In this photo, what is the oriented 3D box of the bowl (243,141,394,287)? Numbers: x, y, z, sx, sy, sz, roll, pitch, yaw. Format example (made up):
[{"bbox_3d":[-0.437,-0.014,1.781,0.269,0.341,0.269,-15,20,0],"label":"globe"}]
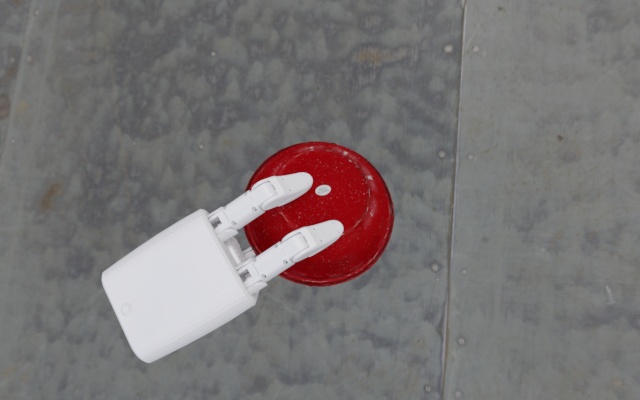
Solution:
[{"bbox_3d":[0.001,0.001,0.481,0.162,0.162,0.055,0,-20,-5],"label":"bowl"}]
